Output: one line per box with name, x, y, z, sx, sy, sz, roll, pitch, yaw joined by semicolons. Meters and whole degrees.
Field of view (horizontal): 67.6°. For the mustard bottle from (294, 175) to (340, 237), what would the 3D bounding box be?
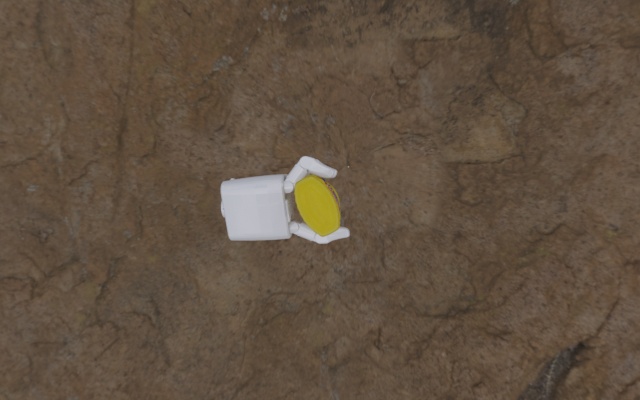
mustard bottle;0.000;0.003;0.819;0.058;0.096;0.191;-29;2;5
